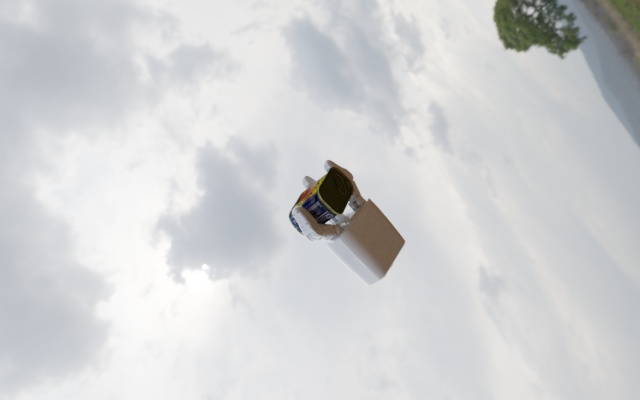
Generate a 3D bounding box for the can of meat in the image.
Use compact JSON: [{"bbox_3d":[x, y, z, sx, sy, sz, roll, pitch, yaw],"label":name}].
[{"bbox_3d":[0.000,0.003,0.803,0.084,0.057,0.102,-37,14,34],"label":"can of meat"}]
